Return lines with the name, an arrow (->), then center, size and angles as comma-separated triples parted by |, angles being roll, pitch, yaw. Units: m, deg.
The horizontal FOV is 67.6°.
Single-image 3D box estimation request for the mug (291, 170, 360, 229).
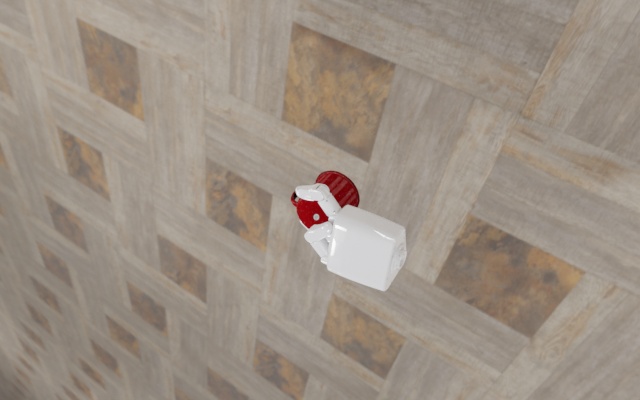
mug -> -0.001, 0.002, 0.853 | 0.117, 0.093, 0.081 | 18, 41, 25
